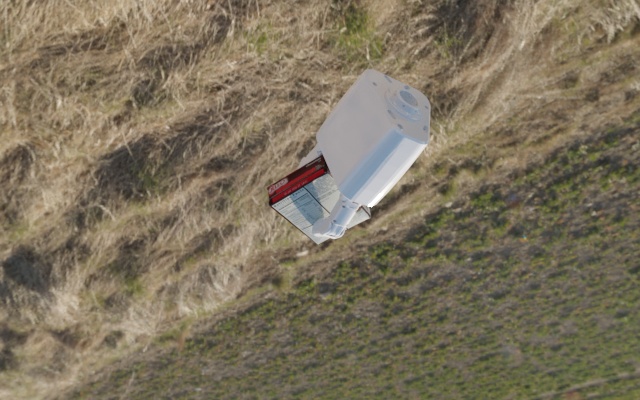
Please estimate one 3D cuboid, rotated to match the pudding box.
[{"bbox_3d":[0.000,0.002,0.613,0.090,0.039,0.113,-28,-47,19],"label":"pudding box"}]
